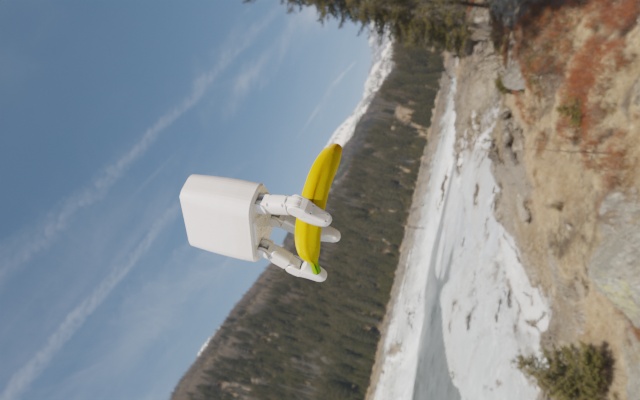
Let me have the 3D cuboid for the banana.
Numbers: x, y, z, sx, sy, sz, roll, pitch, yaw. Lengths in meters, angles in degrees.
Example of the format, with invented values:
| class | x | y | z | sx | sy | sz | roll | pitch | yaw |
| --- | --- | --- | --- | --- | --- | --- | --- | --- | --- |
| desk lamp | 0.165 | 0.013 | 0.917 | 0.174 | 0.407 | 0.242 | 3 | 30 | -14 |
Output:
| class | x | y | z | sx | sy | sz | roll | pitch | yaw |
| --- | --- | --- | --- | --- | --- | --- | --- | --- | --- |
| banana | -0.005 | 0.000 | 0.670 | 0.037 | 0.197 | 0.070 | 8 | -15 | 15 |
